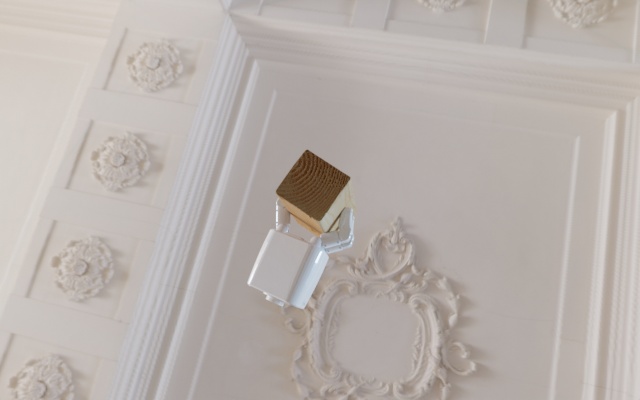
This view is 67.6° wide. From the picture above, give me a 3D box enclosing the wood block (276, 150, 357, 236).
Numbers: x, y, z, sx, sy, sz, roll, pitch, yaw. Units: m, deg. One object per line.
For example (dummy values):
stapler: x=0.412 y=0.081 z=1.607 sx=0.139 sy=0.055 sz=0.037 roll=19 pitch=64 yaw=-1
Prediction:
wood block: x=0.000 y=0.003 z=0.843 sx=0.091 sy=0.090 sz=0.206 roll=33 pitch=-9 yaw=14
